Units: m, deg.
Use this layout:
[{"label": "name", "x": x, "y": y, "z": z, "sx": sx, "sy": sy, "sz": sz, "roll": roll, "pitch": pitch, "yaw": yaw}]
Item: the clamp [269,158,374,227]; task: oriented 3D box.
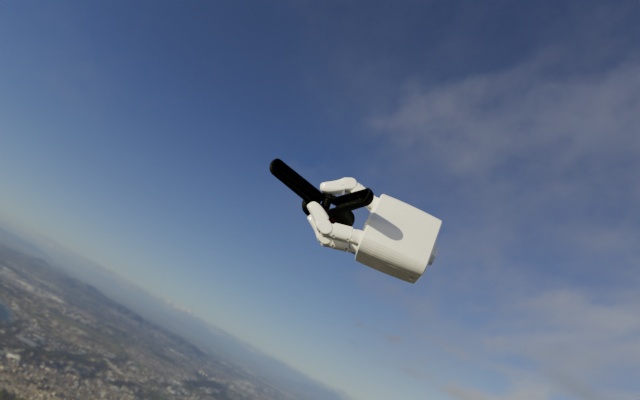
[{"label": "clamp", "x": 0.001, "y": 0.002, "z": 0.782, "sx": 0.164, "sy": 0.036, "sz": 0.210, "roll": 22, "pitch": -20, "yaw": 9}]
